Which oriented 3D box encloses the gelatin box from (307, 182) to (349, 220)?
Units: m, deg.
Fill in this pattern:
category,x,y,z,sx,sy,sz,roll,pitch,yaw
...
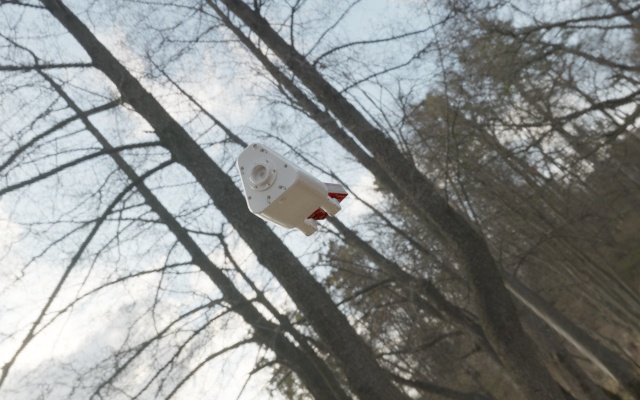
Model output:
category,x,y,z,sx,sy,sz,roll,pitch,yaw
gelatin box,0.000,0.002,0.859,0.073,0.030,0.089,-47,-23,21
